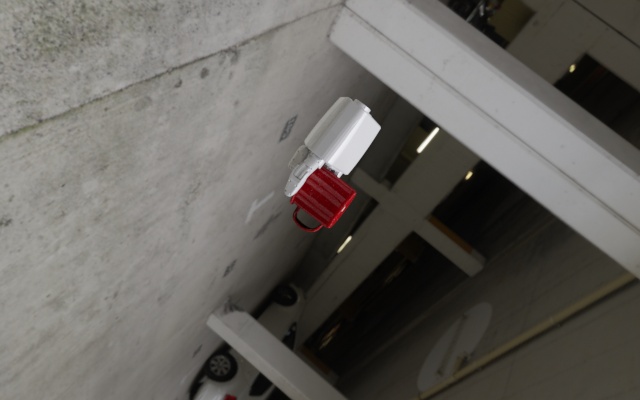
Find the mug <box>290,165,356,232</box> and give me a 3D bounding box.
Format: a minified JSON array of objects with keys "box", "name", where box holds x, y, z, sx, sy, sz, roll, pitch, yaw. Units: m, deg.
[{"box":[-0.001,0.004,0.827,0.081,0.117,0.093,38,9,6],"name":"mug"}]
